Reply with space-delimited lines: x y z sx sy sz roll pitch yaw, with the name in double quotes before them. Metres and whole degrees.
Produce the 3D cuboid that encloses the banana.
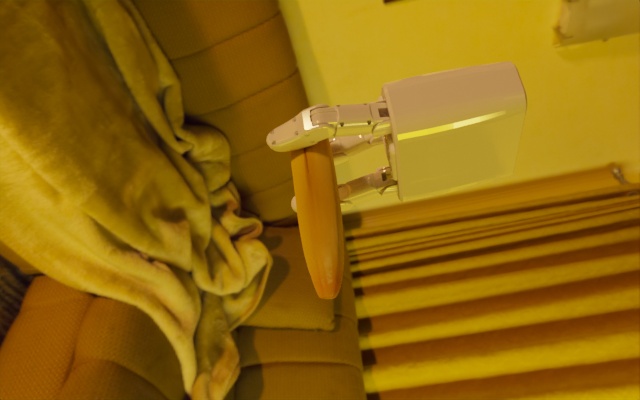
"banana" -0.003 -0.014 0.412 0.037 0.197 0.070 -11 -44 2
